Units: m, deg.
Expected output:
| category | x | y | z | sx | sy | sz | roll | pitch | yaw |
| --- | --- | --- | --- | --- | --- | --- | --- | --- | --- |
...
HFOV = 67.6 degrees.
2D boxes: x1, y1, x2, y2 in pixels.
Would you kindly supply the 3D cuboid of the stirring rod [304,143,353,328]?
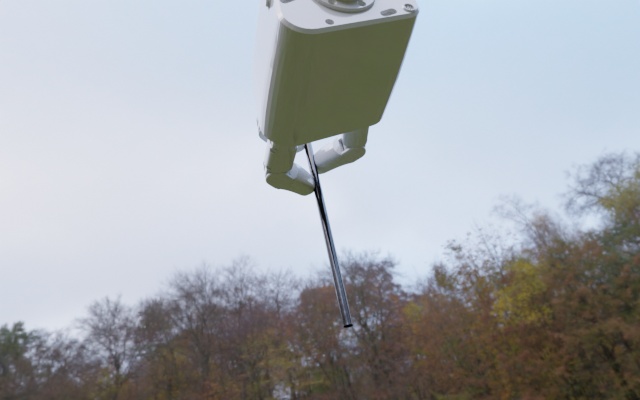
| category | x | y | z | sx | sy | sz | roll | pitch | yaw |
| --- | --- | --- | --- | --- | --- | --- | --- | --- | --- |
| stirring rod | 0.000 | 0.002 | 0.445 | 0.011 | 0.239 | 0.011 | -9 | -33 | -6 |
